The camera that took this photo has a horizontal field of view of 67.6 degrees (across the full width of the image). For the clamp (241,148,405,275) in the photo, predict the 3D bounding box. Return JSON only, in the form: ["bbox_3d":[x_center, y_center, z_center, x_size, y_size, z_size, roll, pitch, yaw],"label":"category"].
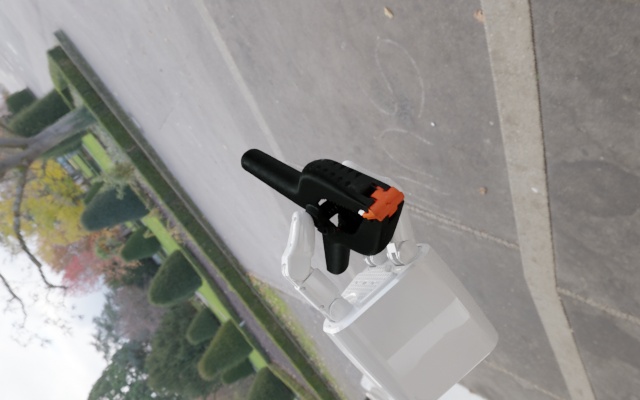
[{"bbox_3d":[0.000,0.002,0.424,0.036,0.164,0.210,-44,6,-19],"label":"clamp"}]
